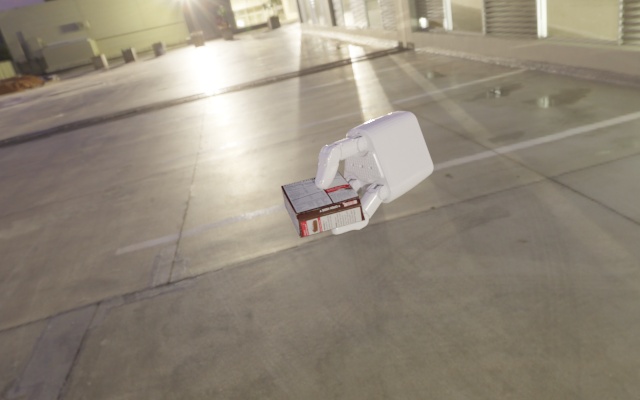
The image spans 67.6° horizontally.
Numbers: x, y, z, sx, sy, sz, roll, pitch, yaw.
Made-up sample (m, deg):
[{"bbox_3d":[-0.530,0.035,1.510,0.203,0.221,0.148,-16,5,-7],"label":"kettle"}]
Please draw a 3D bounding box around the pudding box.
[{"bbox_3d":[0.000,0.002,0.655,0.090,0.039,0.113,-16,23,-8],"label":"pudding box"}]
